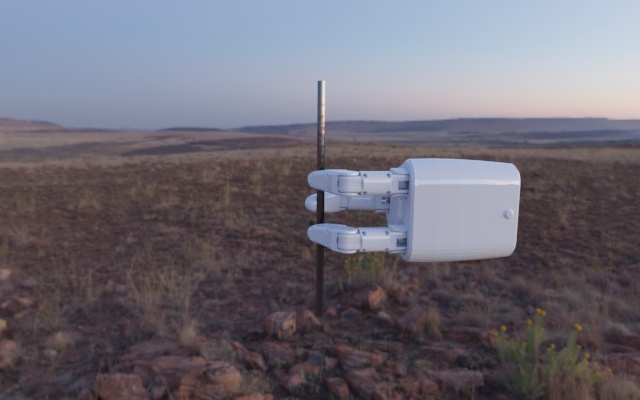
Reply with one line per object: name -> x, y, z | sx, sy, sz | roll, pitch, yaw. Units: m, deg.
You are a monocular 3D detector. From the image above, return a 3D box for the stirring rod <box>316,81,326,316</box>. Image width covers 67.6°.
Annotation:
stirring rod -> 0.000, 0.002, 0.487 | 0.011, 0.239, 0.011 | 0, 9, 0
